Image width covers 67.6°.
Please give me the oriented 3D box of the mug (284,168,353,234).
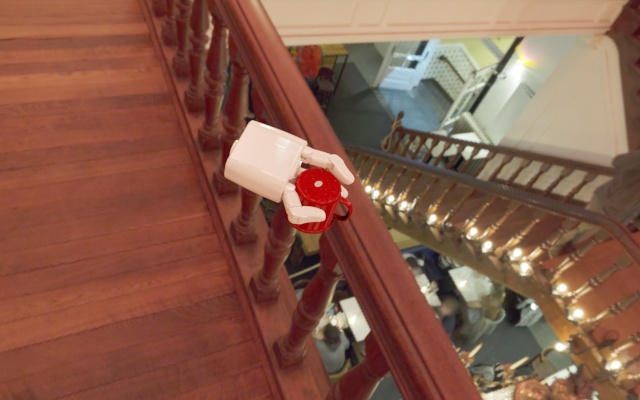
[{"bbox_3d":[0.001,0.003,0.832,0.117,0.093,0.082,23,-41,2],"label":"mug"}]
